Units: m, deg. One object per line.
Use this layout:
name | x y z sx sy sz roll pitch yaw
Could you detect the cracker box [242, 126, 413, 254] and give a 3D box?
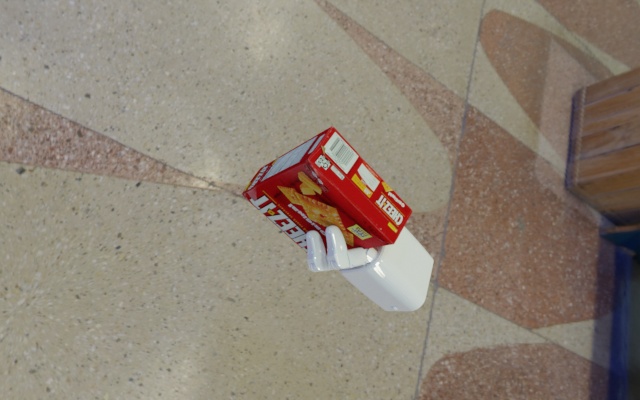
cracker box | 0.000 0.002 0.694 0.164 0.072 0.214 44 -30 -16
